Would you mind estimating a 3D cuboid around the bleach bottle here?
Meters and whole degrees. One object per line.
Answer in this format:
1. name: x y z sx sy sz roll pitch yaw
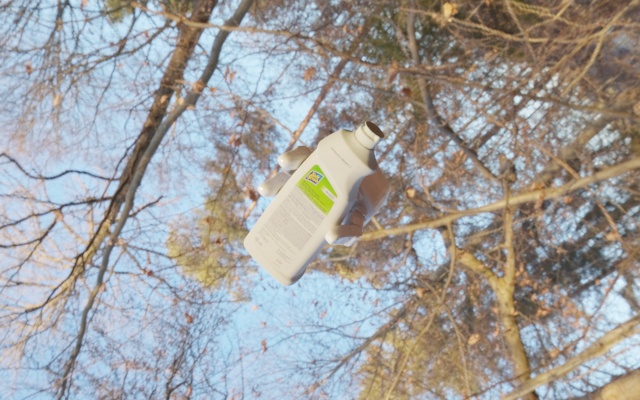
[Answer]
1. bleach bottle: 0.000 0.002 0.632 0.251 0.102 0.068 -49 -3 31
